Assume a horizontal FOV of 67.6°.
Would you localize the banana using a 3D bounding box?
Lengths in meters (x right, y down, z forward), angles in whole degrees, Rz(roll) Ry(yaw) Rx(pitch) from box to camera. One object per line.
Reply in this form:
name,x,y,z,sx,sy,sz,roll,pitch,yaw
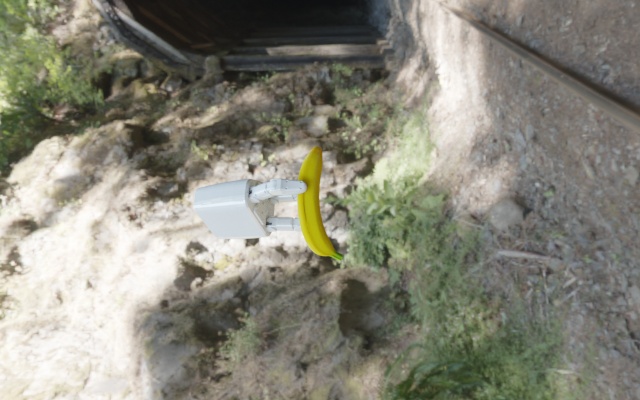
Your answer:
banana,-0.010,0.007,0.793,0.037,0.198,0.069,-11,-3,36
